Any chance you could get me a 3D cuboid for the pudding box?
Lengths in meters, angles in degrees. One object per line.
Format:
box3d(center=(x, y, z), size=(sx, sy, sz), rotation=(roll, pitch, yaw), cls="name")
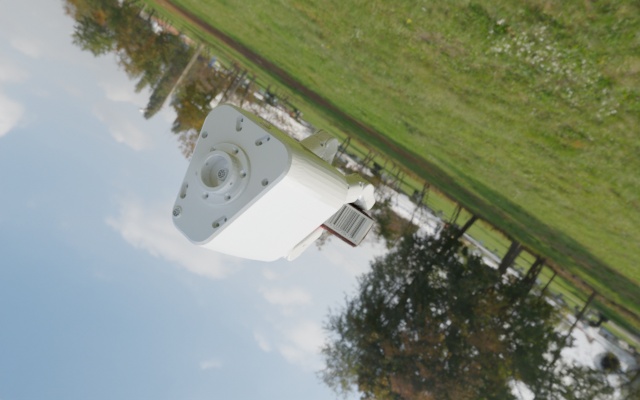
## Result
box3d(center=(0.000, 0.002, 0.521), size=(0.113, 0.039, 0.090), rotation=(35, 4, -2), cls="pudding box")
